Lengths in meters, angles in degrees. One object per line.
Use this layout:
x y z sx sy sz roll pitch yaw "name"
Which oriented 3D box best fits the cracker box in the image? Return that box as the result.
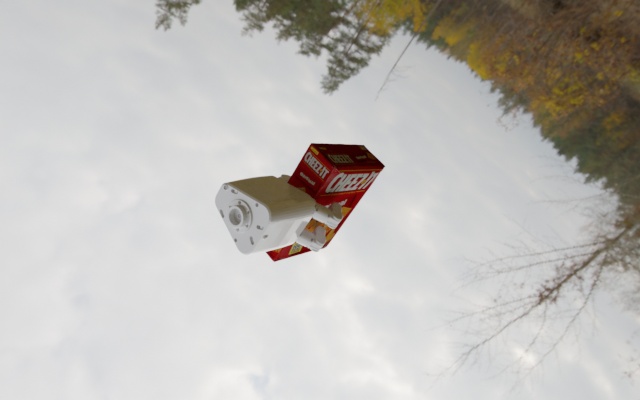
0.000 0.003 0.853 0.072 0.214 0.164 47 29 23 "cracker box"
